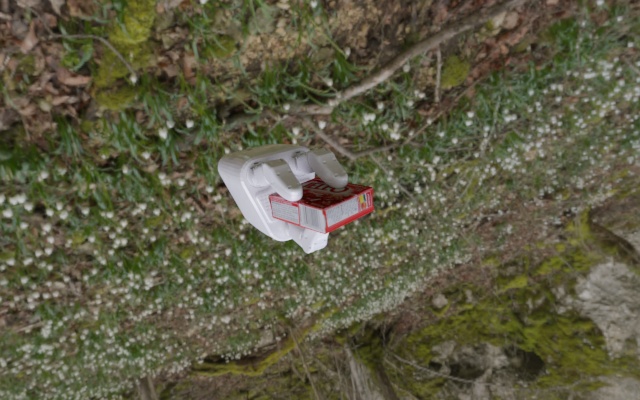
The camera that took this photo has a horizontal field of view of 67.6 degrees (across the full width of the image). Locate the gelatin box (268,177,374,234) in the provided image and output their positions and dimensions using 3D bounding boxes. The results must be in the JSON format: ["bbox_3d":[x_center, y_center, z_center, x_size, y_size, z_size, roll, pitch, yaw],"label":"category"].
[{"bbox_3d":[0.000,0.002,0.508,0.073,0.030,0.089,-23,25,-38],"label":"gelatin box"}]
